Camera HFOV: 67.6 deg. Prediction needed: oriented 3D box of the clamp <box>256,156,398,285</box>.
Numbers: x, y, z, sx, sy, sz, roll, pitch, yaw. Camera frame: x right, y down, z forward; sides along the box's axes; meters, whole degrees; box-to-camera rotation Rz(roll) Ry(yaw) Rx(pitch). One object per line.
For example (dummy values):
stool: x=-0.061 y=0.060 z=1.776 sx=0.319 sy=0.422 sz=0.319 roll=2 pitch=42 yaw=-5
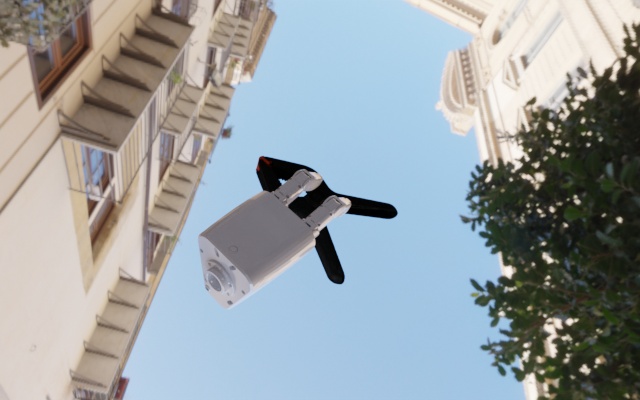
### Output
clamp: x=-0.001 y=0.002 z=0.674 sx=0.164 sy=0.210 sz=0.036 roll=-36 pitch=-20 yaw=-39
